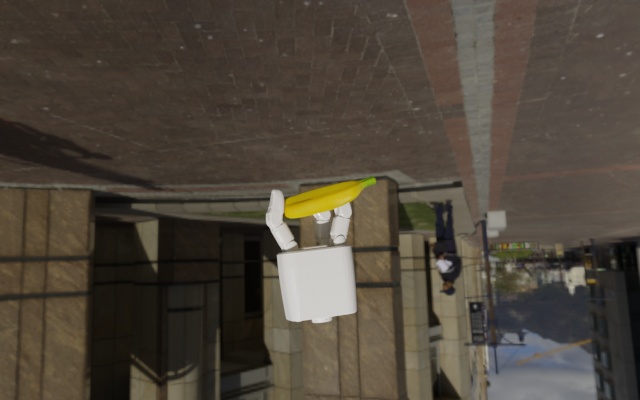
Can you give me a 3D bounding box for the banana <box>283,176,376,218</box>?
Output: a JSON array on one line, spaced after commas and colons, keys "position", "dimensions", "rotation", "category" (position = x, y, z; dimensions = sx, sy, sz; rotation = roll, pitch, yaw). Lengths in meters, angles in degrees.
[{"position": [-0.009, 0.003, 0.736], "dimensions": [0.198, 0.037, 0.069], "rotation": [-15, -5, 40], "category": "banana"}]
